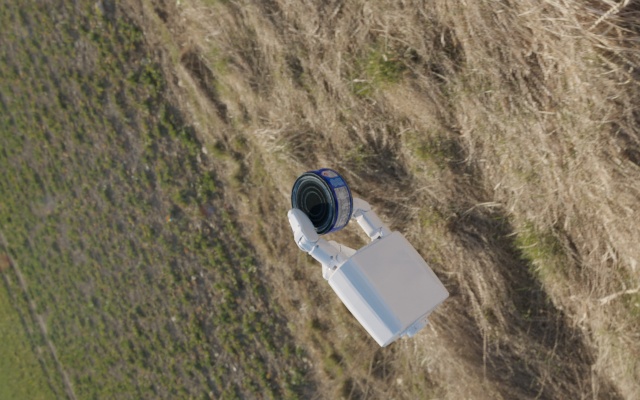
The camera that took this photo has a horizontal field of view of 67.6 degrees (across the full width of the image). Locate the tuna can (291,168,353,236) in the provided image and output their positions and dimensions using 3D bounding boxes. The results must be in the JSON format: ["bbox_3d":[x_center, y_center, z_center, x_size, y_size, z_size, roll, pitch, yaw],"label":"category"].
[{"bbox_3d":[0.000,0.002,0.624,0.034,0.086,0.086,-14,10,-43],"label":"tuna can"}]
